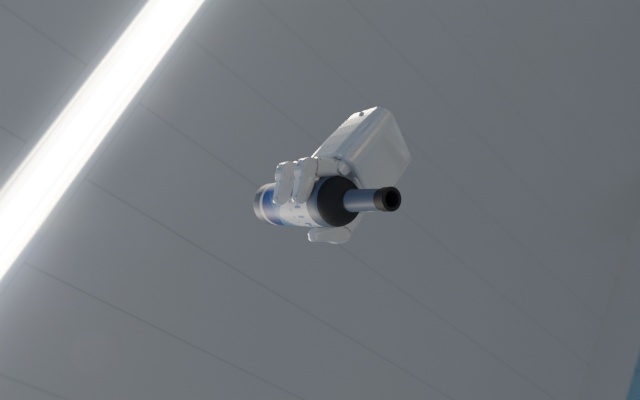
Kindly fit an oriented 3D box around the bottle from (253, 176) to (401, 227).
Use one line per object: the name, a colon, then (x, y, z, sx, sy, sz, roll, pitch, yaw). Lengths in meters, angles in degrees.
bottle: (0.000, 0.002, 0.641, 0.069, 0.069, 0.296, 0, -1, -32)
